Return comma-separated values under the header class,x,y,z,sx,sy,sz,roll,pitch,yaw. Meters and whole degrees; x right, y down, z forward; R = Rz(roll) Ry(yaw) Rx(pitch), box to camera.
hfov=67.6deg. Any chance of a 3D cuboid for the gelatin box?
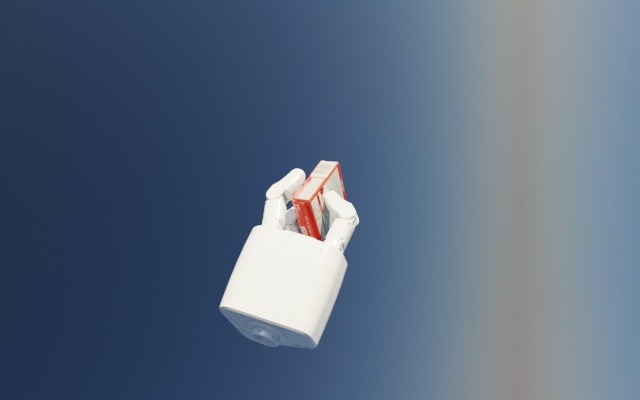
class,x,y,z,sx,sy,sz,roll,pitch,yaw
gelatin box,0.001,0.002,0.629,0.030,0.073,0.089,8,42,28
